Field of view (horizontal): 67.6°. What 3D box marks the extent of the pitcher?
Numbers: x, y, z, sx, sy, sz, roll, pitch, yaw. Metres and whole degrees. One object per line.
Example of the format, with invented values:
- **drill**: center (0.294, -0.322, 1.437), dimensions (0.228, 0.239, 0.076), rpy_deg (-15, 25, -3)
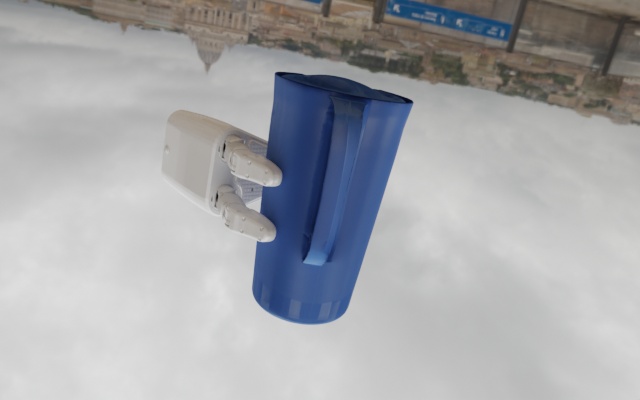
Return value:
- **pitcher**: center (0.000, 0.001, 0.477), dimensions (0.145, 0.243, 0.149), rpy_deg (25, 22, 36)
